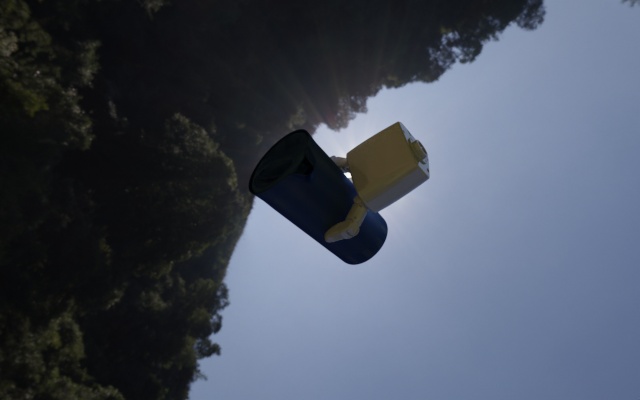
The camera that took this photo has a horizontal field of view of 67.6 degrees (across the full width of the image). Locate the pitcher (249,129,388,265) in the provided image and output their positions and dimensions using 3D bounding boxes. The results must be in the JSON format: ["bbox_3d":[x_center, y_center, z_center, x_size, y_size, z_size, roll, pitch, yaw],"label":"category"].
[{"bbox_3d":[0.000,0.003,0.824,0.145,0.149,0.243,-33,-58,24],"label":"pitcher"}]
